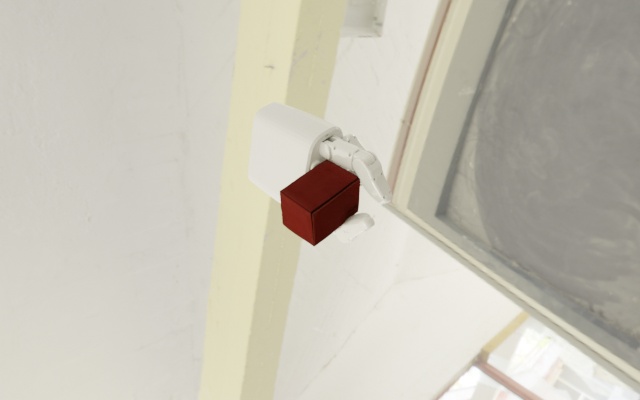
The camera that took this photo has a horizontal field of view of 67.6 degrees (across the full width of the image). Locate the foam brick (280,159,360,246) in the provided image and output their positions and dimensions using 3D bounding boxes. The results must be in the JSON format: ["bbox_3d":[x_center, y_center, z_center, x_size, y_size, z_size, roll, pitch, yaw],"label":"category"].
[{"bbox_3d":[0.000,0.002,0.528,0.051,0.053,0.078,32,51,30],"label":"foam brick"}]
